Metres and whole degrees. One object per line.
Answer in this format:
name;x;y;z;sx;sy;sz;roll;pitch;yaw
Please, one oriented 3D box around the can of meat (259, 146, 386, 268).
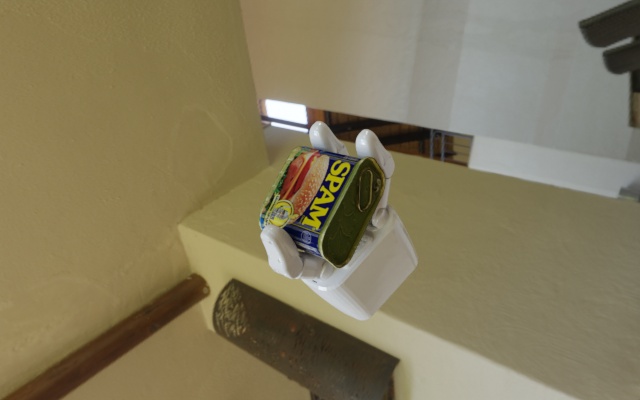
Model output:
can of meat;0.000;0.001;0.452;0.084;0.102;0.057;17;-18;36
